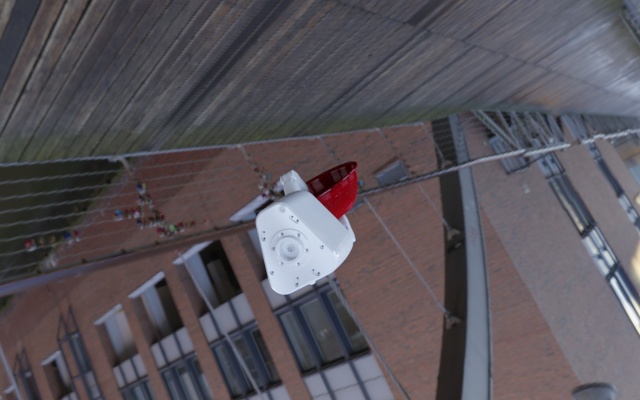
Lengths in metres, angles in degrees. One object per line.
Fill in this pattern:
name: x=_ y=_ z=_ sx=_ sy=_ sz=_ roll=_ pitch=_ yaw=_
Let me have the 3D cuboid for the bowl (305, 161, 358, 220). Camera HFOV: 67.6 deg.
bowl: x=0.001 y=0.002 z=0.755 sx=0.162 sy=0.055 sz=0.162 roll=-30 pitch=12 yaw=7
